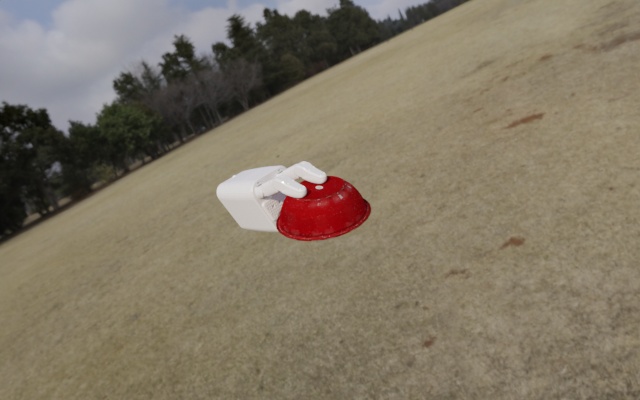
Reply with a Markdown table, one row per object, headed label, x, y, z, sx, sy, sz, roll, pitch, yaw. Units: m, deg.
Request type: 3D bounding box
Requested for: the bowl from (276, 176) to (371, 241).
| label | x | y | z | sx | sy | sz | roll | pitch | yaw |
| --- | --- | --- | --- | --- | --- | --- | --- | --- | --- |
| bowl | 0.001 | 0.002 | 0.788 | 0.162 | 0.055 | 0.162 | -9 | 25 | 4 |
